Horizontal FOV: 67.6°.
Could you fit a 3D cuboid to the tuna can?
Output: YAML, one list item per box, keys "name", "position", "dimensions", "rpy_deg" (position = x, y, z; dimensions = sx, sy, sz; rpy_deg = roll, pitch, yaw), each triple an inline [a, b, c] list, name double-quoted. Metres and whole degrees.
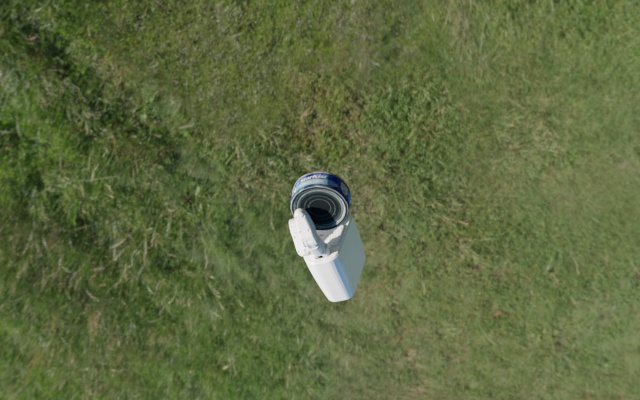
- name: "tuna can"
  position: [0.000, 0.003, 0.686]
  dimensions: [0.086, 0.086, 0.033]
  rpy_deg: [0, 39, 7]
